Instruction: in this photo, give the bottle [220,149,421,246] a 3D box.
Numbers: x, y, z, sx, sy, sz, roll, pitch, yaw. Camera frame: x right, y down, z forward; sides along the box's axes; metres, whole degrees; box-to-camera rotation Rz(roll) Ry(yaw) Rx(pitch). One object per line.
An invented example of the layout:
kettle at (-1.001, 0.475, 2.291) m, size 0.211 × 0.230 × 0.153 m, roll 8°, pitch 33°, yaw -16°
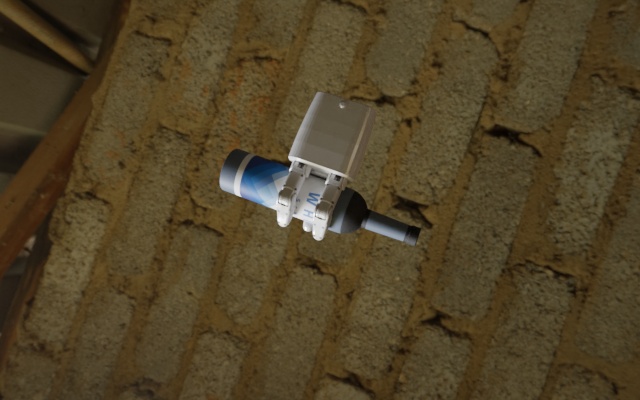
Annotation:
bottle at (0.000, 0.002, 0.693) m, size 0.295 × 0.069 × 0.069 m, roll 20°, pitch 4°, yaw 11°
